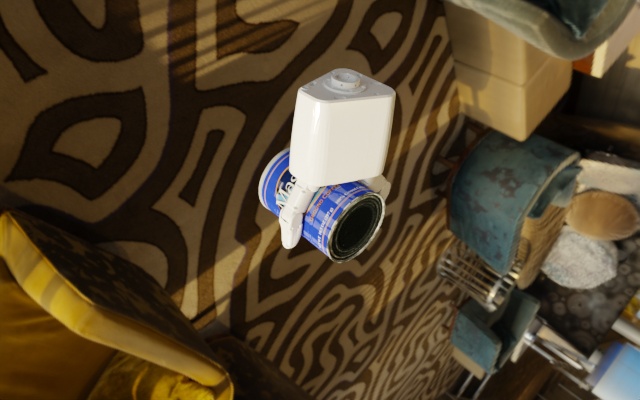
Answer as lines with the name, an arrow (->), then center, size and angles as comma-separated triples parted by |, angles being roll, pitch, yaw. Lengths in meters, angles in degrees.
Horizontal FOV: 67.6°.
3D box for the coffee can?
coffee can -> 0.000, 0.002, 0.637 | 0.140, 0.103, 0.103 | 36, 22, 34
